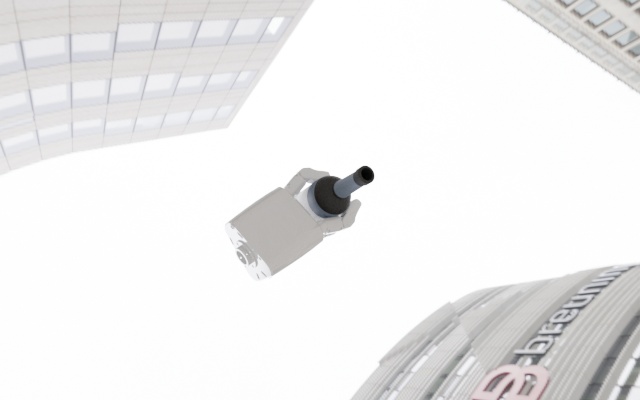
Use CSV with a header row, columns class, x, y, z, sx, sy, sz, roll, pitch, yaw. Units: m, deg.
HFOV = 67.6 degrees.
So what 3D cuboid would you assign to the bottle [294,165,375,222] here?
class,x,y,z,sx,sy,sz,roll,pitch,yaw
bottle,0.000,0.003,0.791,0.069,0.069,0.296,0,-16,-27
